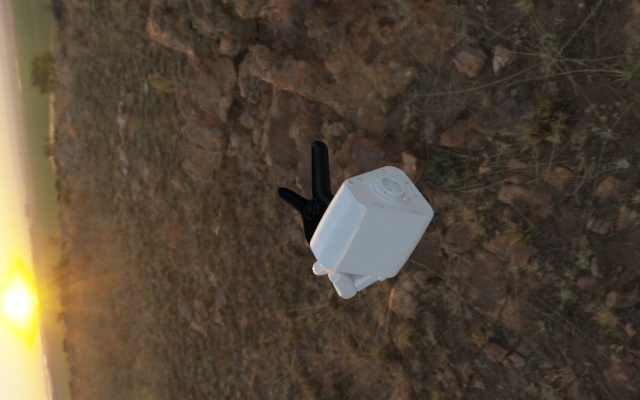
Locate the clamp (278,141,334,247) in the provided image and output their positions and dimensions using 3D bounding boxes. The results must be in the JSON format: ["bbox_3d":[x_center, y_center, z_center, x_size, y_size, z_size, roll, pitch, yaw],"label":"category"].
[{"bbox_3d":[0.000,0.002,0.673,0.039,0.120,0.171,-4,46,-37],"label":"clamp"}]
